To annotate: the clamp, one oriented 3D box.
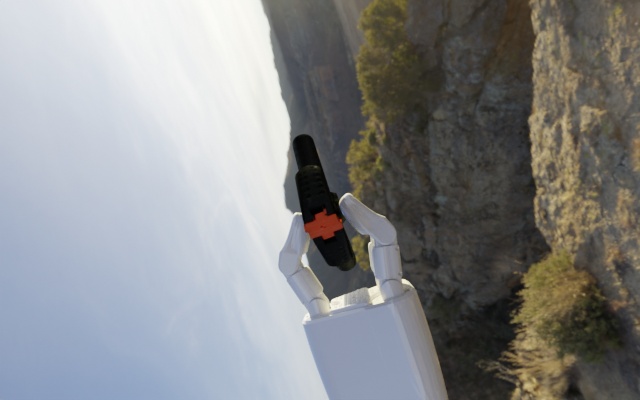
[{"bbox_3d":[-0.001,0.002,0.464,0.036,0.164,0.210,-21,-2,3],"label":"clamp"}]
